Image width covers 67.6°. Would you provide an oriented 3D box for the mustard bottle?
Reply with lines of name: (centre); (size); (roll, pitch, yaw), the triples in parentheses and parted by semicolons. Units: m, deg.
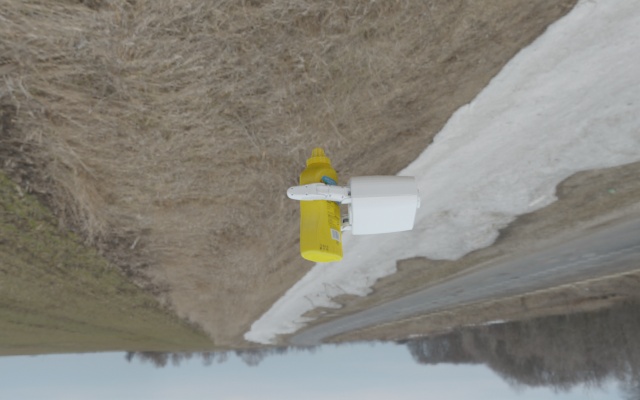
mustard bottle: (0.000, 0.003, 0.797); (0.058, 0.191, 0.096); (-11, -19, 26)
